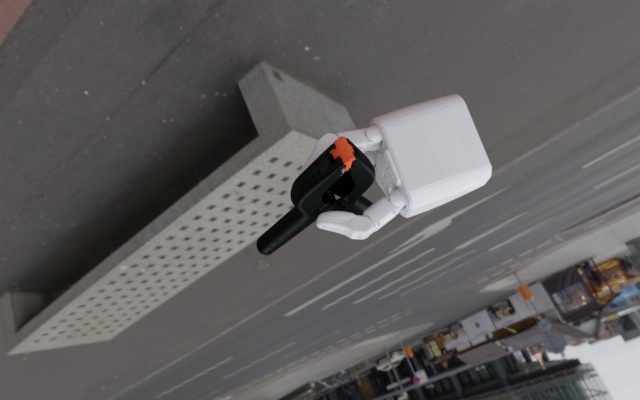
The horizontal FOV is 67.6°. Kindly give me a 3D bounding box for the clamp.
[{"bbox_3d":[0.001,0.002,0.533,0.164,0.036,0.210,-21,-21,-10],"label":"clamp"}]
